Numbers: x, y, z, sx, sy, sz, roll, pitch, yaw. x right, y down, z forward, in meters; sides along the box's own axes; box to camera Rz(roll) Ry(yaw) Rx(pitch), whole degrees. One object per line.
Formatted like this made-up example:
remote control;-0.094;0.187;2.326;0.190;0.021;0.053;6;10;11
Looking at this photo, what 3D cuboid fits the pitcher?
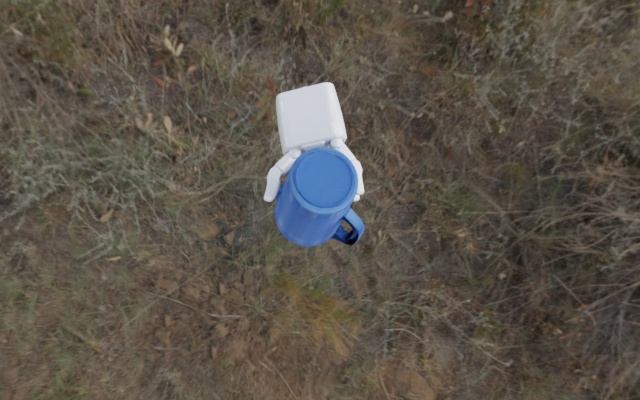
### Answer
pitcher;0.000;0.003;0.832;0.149;0.145;0.243;-7;-13;-9
